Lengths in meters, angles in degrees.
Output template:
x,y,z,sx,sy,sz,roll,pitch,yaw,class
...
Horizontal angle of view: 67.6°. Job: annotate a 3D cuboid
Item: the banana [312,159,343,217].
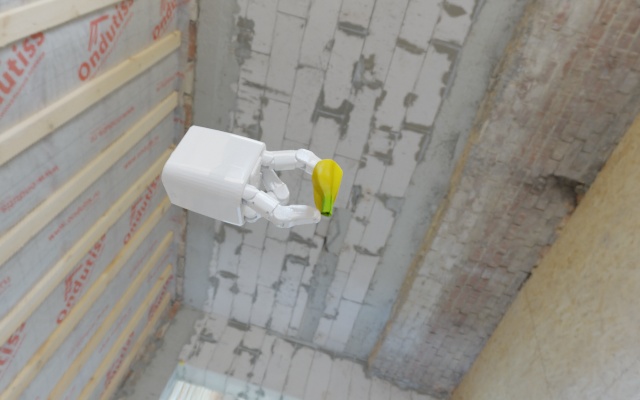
x,y,z,sx,sy,sz,roll,pitch,yaw,class
0.005,-0.016,0.610,0.037,0.069,0.198,16,-1,2,banana
